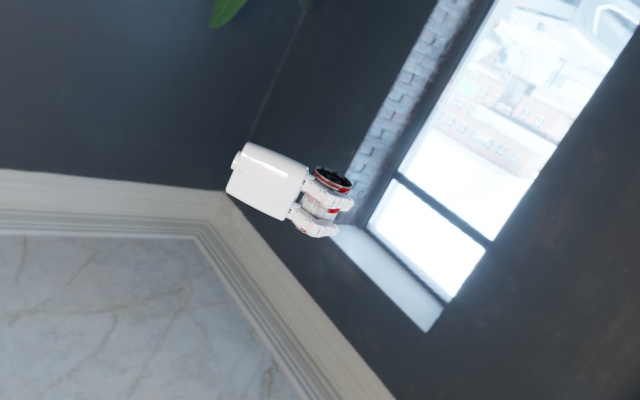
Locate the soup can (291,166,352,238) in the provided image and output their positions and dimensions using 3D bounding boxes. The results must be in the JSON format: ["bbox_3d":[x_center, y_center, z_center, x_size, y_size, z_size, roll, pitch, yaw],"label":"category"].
[{"bbox_3d":[0.000,0.003,0.799,0.068,0.102,0.068,24,20,-9],"label":"soup can"}]
